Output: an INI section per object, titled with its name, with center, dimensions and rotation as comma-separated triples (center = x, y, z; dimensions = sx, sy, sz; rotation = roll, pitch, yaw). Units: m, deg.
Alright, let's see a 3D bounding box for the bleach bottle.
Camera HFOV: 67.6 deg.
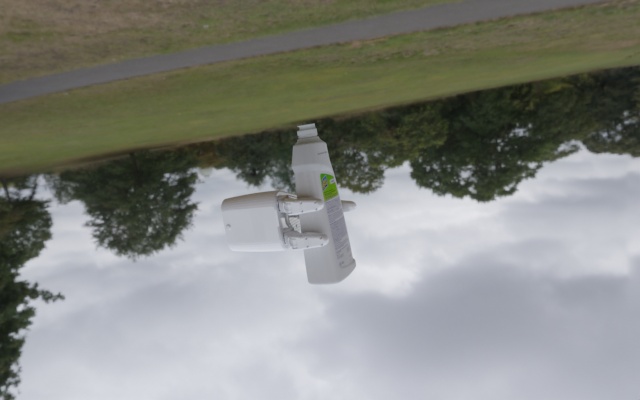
[bleach bottle]
center = 0.000, 0.003, 0.771
dimensions = 0.068, 0.251, 0.102
rotation = -6, 9, 22
